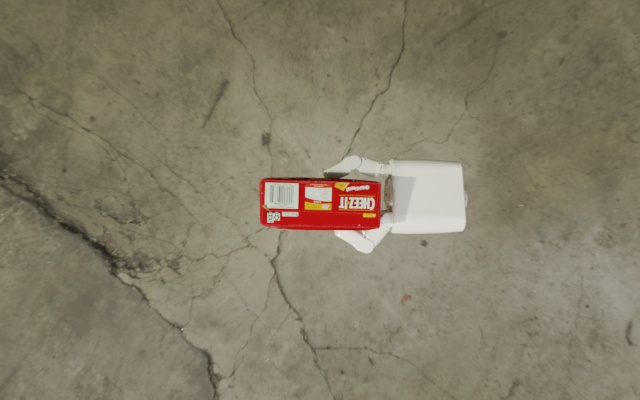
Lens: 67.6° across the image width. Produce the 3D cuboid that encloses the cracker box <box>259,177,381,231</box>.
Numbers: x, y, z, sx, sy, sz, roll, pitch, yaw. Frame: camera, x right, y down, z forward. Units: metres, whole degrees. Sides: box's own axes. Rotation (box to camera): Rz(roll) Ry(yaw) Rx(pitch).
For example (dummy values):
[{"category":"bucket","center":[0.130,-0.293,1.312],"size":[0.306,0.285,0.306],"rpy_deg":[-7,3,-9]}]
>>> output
[{"category":"cracker box","center":[0.000,0.002,0.735],"size":[0.164,0.072,0.213],"rpy_deg":[1,1,0]}]
